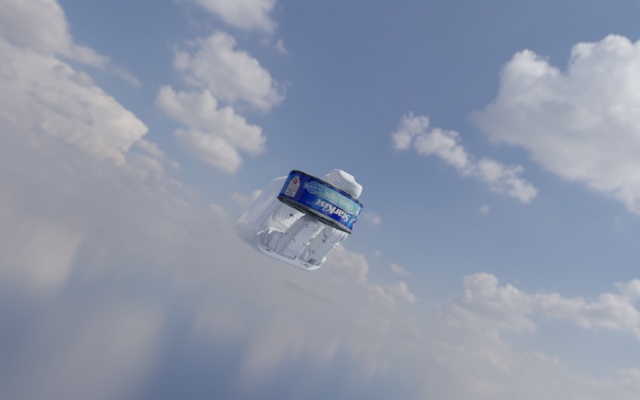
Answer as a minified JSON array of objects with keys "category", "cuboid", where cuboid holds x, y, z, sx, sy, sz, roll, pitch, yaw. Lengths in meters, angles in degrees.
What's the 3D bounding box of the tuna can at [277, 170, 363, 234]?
[{"category":"tuna can","cuboid":[0.000,0.001,0.494,0.086,0.034,0.086,26,-6,3]}]
